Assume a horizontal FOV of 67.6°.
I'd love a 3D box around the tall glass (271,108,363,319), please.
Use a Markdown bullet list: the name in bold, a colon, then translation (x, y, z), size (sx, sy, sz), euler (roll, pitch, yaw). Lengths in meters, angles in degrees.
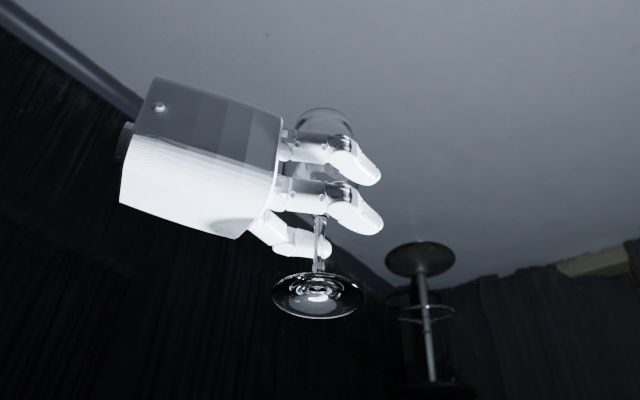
- **tall glass**: translation (0.000, 0.002, 0.446), size (0.079, 0.200, 0.079), euler (2, -39, 1)
